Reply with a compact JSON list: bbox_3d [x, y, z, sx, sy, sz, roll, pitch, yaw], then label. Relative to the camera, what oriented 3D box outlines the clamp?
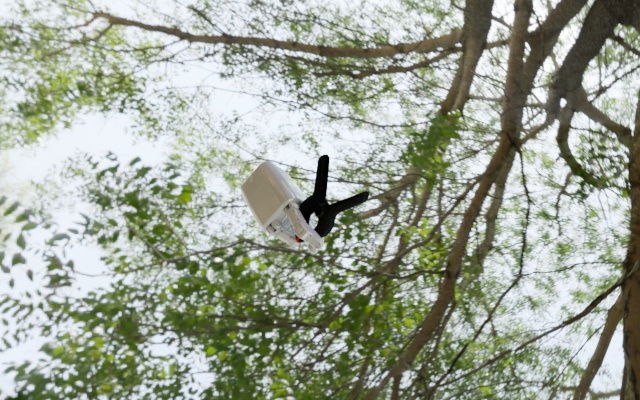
[{"bbox_3d":[0.000,0.003,0.881,0.171,0.120,0.039,-46,-27,23],"label":"clamp"}]
